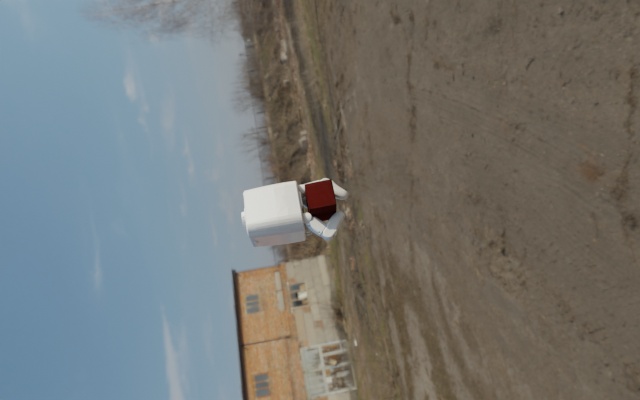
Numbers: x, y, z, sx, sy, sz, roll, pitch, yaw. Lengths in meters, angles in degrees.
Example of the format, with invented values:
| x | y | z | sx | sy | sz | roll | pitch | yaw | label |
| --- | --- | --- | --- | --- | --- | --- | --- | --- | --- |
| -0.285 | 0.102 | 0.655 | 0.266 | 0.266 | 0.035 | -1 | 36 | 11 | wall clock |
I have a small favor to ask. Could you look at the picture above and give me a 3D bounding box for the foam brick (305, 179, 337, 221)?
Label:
| x | y | z | sx | sy | sz | roll | pitch | yaw | label |
| --- | --- | --- | --- | --- | --- | --- | --- | --- | --- |
| 0.000 | 0.003 | 0.898 | 0.051 | 0.053 | 0.078 | -9 | -23 | -4 | foam brick |
